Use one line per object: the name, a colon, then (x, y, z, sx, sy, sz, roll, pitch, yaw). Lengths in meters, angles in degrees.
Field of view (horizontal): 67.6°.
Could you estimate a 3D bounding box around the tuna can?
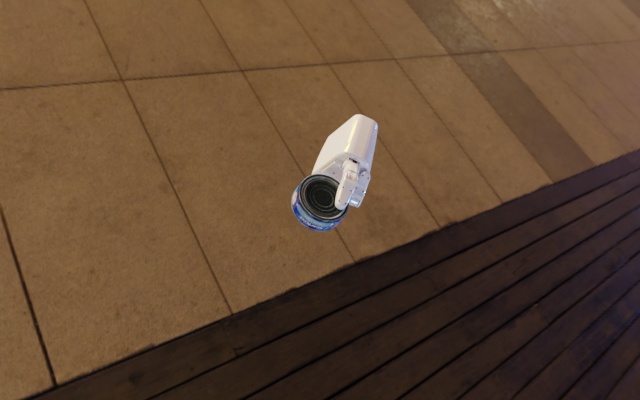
tuna can: (0.000, 0.002, 0.733, 0.086, 0.086, 0.034, 0, -28, -24)
